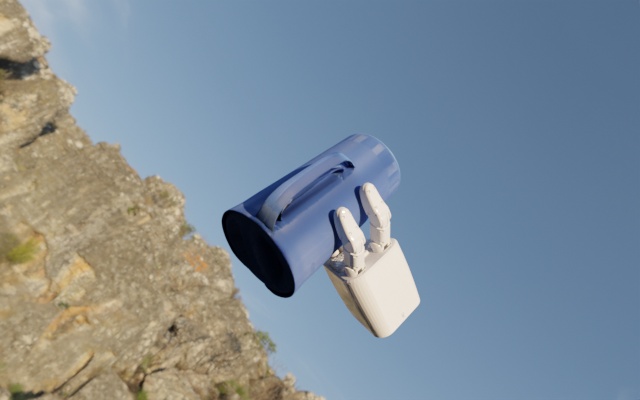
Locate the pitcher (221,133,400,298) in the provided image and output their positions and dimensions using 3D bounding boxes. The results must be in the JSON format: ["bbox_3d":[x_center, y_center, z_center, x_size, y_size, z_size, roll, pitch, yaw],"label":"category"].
[{"bbox_3d":[0.000,0.002,0.640,0.242,0.145,0.149,-38,23,-31],"label":"pitcher"}]
